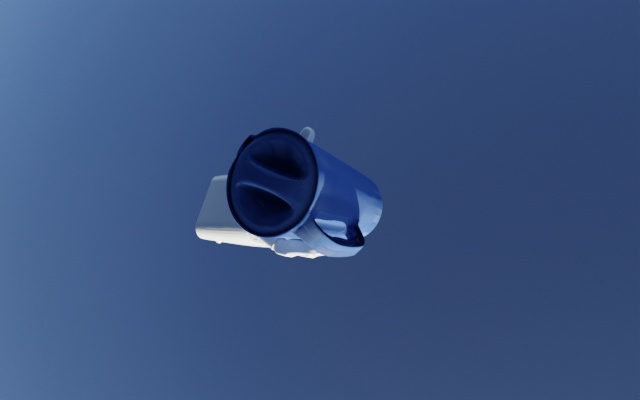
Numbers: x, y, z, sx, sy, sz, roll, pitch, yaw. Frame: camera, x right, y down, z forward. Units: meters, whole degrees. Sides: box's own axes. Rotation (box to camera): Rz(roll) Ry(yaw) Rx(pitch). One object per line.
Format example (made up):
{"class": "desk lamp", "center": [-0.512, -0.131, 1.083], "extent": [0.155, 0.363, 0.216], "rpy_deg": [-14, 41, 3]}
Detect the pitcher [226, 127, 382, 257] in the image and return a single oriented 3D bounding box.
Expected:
{"class": "pitcher", "center": [0.000, 0.002, 0.660], "extent": [0.145, 0.149, 0.243], "rpy_deg": [0, -8, 30]}
